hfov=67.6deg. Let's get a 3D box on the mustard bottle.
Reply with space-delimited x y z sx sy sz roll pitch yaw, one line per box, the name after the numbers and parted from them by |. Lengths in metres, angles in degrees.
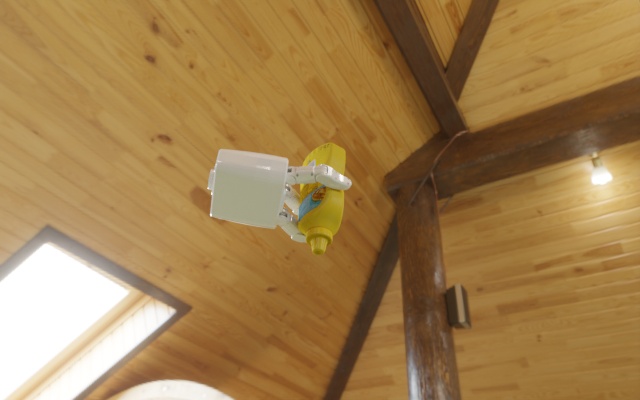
0.000 0.002 0.773 0.058 0.191 0.096 26 -44 -26 | mustard bottle
